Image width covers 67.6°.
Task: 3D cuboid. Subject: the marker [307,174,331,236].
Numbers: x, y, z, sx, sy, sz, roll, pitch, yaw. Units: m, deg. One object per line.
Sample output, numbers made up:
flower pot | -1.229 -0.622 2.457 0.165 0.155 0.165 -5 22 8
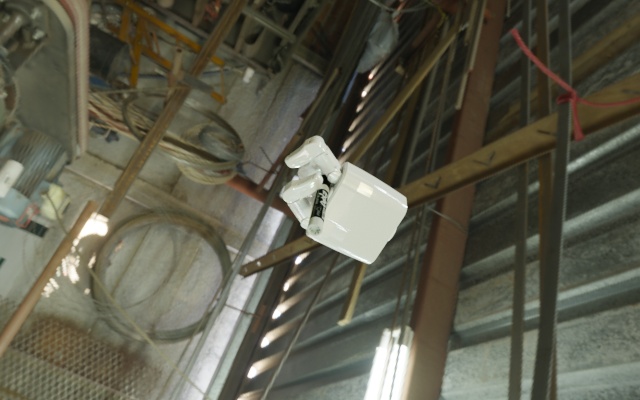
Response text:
marker | 0.000 0.002 0.623 0.020 0.020 0.121 0 34 8
